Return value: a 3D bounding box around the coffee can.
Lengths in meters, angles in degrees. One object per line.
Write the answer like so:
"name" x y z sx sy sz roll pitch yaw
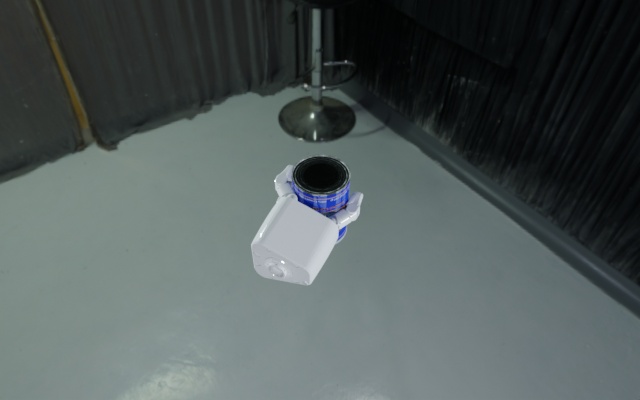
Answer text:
"coffee can" 0.000 0.003 0.865 0.103 0.102 0.140 0 -44 -1
